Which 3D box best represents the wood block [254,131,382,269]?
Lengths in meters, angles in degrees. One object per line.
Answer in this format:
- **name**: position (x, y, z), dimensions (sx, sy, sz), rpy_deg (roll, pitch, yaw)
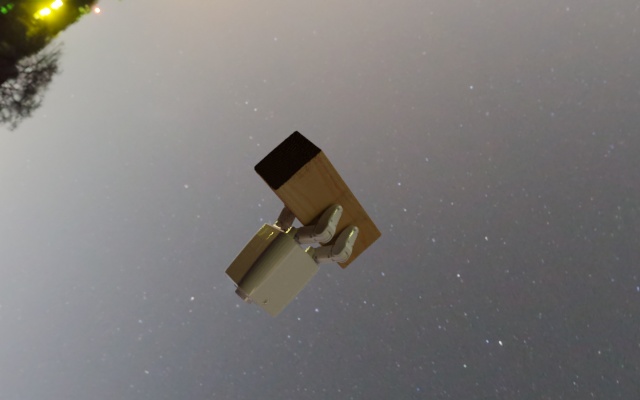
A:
- **wood block**: position (0.000, 0.003, 0.754), dimensions (0.206, 0.090, 0.090), rpy_deg (52, -6, -39)
